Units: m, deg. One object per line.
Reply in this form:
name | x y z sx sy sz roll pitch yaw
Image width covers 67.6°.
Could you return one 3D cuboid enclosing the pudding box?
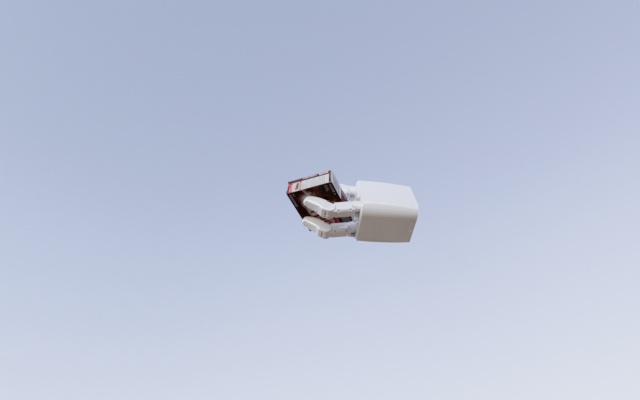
pudding box | 0.000 0.003 0.891 0.090 0.114 0.039 -15 40 17
